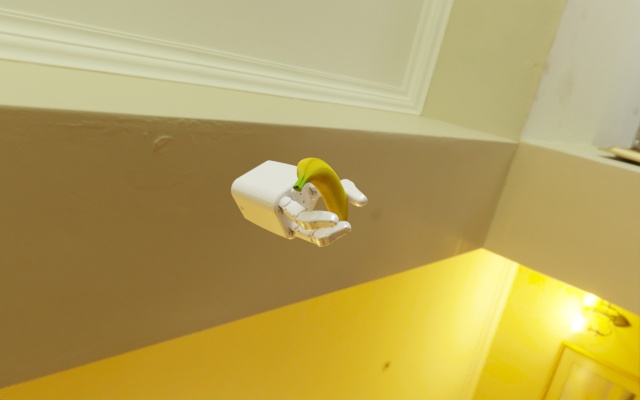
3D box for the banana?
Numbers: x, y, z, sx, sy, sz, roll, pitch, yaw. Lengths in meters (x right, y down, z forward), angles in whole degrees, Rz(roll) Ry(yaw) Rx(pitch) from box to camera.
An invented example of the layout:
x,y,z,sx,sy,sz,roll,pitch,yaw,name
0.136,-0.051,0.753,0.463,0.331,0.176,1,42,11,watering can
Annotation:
x,y,z,sx,sy,sz,roll,pitch,yaw,name
0.005,-0.016,0.718,0.037,0.069,0.198,13,-13,27,banana
